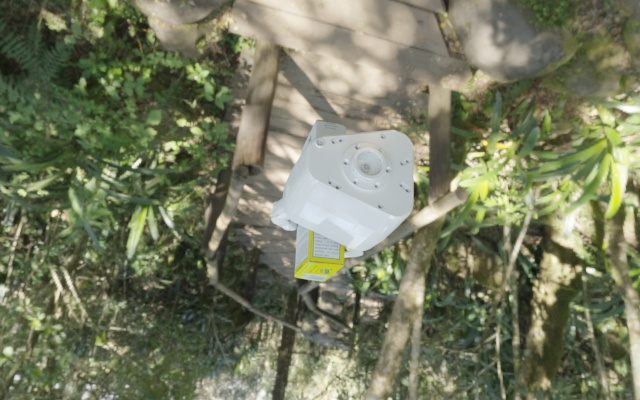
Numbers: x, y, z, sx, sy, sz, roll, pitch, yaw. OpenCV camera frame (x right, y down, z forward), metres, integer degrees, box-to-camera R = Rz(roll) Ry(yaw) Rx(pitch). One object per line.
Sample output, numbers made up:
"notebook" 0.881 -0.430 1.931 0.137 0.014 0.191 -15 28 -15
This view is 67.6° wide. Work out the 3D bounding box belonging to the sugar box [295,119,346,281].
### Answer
"sugar box" 0.001 0.002 0.580 0.048 0.176 0.093 9 -22 -11
